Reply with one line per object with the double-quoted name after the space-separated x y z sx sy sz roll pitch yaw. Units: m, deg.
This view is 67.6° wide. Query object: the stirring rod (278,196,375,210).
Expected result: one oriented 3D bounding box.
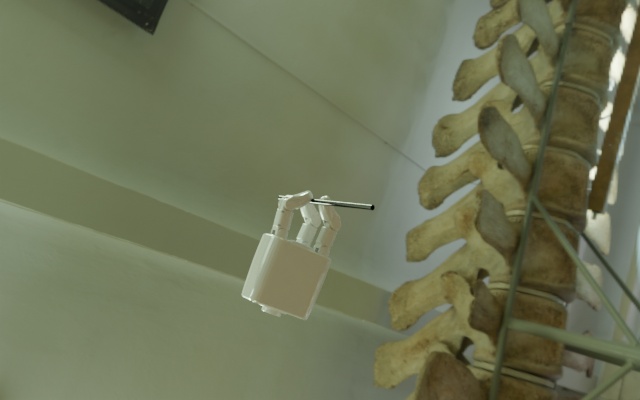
0.000 0.003 0.767 0.011 0.011 0.239 0 4 -38 "stirring rod"
